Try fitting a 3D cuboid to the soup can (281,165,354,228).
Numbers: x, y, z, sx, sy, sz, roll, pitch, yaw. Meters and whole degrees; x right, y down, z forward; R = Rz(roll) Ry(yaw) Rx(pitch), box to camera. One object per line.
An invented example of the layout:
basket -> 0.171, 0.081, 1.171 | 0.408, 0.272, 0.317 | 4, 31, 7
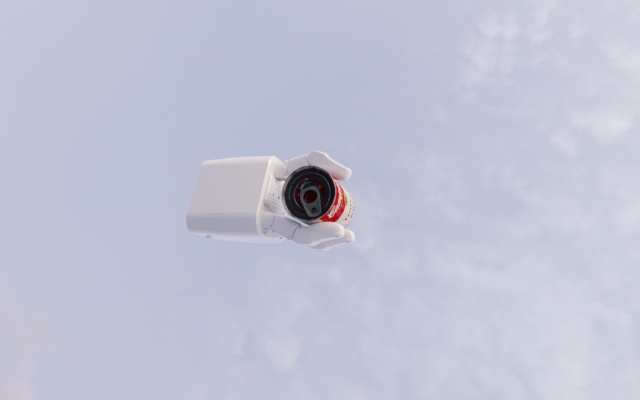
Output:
soup can -> 0.001, 0.002, 0.608 | 0.068, 0.068, 0.102 | 0, -12, 17
